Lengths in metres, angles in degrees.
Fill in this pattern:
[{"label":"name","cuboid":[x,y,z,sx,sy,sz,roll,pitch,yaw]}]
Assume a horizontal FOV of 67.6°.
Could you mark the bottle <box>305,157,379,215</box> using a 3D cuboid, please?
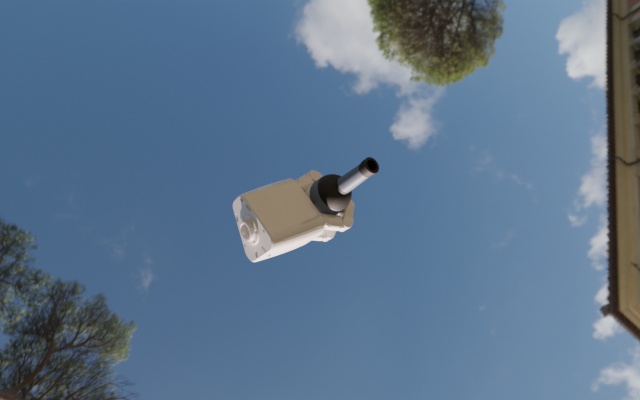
[{"label":"bottle","cuboid":[0.000,0.003,0.827,0.069,0.069,0.296,0,-22,-35]}]
